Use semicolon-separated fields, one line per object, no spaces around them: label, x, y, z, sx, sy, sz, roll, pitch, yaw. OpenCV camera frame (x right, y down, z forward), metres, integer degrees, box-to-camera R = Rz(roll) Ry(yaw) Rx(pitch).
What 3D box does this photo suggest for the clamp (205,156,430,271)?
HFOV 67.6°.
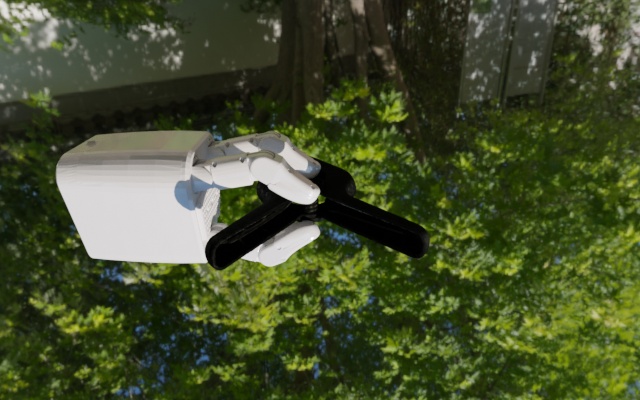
clamp;0.000;0.002;0.429;0.164;0.036;0.210;1;23;0
